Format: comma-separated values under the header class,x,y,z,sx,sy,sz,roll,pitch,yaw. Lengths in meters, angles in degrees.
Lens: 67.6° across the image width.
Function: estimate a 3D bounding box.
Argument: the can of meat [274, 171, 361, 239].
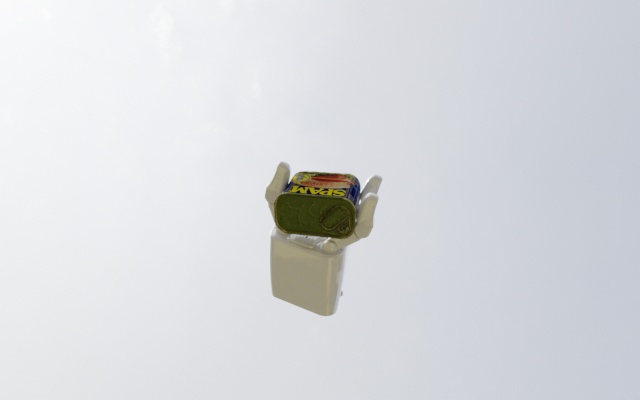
class,x,y,z,sx,sy,sz,roll,pitch,yaw
can of meat,0.000,0.002,0.621,0.102,0.057,0.084,5,26,10
